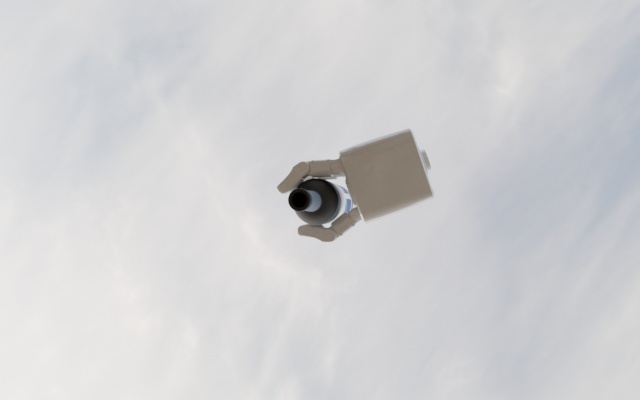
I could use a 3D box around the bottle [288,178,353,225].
[{"bbox_3d":[0.000,0.002,0.709,0.069,0.069,0.296,0,-1,10],"label":"bottle"}]
